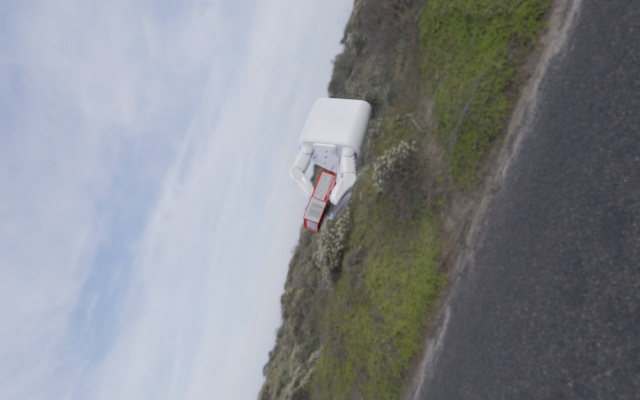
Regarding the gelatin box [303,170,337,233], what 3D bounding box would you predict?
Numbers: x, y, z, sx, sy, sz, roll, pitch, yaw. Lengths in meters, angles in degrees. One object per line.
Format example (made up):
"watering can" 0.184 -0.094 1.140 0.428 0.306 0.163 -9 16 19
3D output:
"gelatin box" 0.000 0.003 0.794 0.030 0.089 0.073 20 -15 5
